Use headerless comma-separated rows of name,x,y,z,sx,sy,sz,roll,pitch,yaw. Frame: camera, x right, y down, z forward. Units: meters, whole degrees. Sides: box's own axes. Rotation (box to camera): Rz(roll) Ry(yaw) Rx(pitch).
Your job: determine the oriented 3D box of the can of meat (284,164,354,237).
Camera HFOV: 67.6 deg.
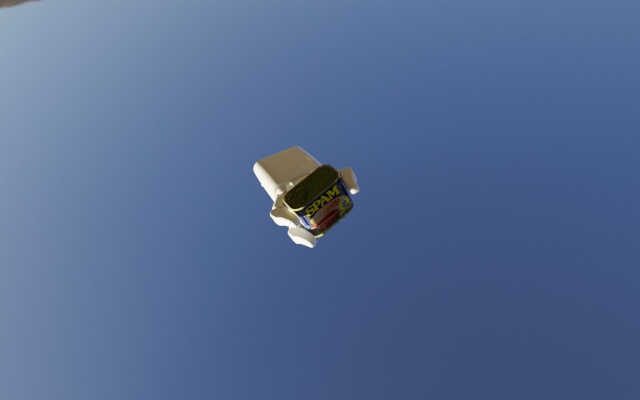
can of meat,0.000,0.003,0.829,0.102,0.084,0.057,-39,42,-7
